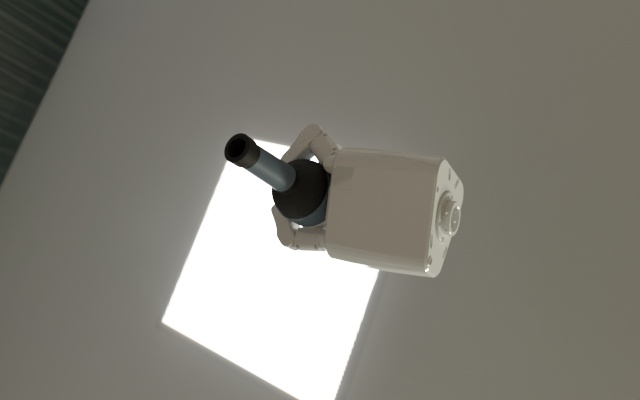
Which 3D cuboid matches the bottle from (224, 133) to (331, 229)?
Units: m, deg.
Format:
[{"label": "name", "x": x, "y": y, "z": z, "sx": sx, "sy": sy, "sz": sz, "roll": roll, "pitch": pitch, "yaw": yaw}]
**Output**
[{"label": "bottle", "x": 0.000, "y": 0.002, "z": 0.523, "sx": 0.069, "sy": 0.069, "sz": 0.296, "roll": 0, "pitch": -18, "yaw": 31}]
